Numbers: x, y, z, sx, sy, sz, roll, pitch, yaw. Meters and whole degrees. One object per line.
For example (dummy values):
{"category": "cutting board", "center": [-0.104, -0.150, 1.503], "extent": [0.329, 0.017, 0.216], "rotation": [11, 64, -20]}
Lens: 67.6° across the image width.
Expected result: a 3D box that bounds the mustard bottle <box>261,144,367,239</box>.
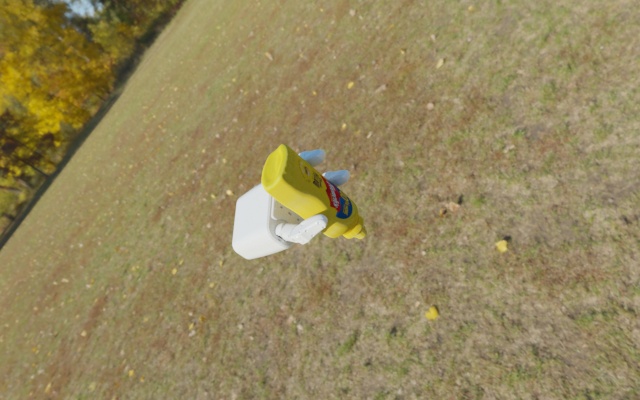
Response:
{"category": "mustard bottle", "center": [0.000, 0.002, 0.718], "extent": [0.058, 0.096, 0.192], "rotation": [-39, -61, 23]}
